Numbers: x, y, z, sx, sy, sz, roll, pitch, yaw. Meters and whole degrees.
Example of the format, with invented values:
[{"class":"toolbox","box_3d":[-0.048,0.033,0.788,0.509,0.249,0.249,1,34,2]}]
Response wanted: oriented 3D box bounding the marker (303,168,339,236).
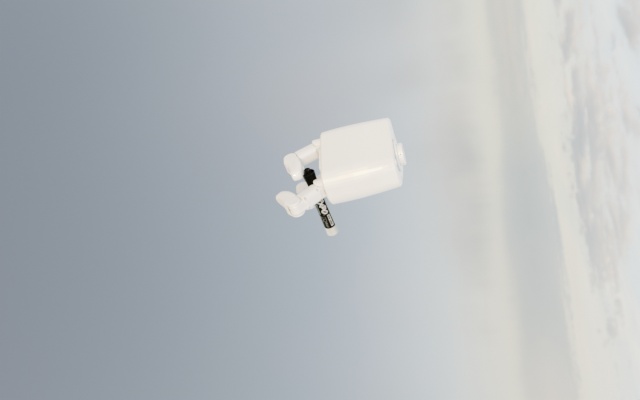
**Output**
[{"class":"marker","box_3d":[0.000,0.002,0.710,0.020,0.121,0.020,-16,33,11]}]
